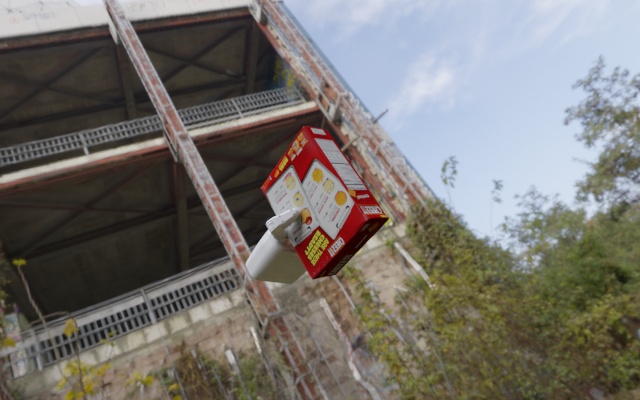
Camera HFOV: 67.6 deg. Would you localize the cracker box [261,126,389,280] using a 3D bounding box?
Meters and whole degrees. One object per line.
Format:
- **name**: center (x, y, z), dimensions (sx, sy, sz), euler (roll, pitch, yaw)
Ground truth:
- **cracker box**: center (0.000, 0.003, 0.840), dimensions (0.072, 0.213, 0.164), euler (-2, -39, -46)
